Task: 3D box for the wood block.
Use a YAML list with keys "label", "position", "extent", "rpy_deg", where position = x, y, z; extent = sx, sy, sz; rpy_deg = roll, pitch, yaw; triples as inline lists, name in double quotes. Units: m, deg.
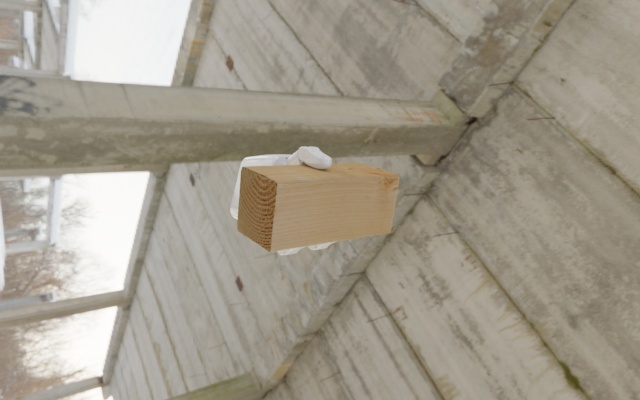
- label: "wood block"
  position: [0.000, 0.002, 0.657]
  extent: [0.206, 0.091, 0.090]
  rpy_deg: [-6, 19, -37]
